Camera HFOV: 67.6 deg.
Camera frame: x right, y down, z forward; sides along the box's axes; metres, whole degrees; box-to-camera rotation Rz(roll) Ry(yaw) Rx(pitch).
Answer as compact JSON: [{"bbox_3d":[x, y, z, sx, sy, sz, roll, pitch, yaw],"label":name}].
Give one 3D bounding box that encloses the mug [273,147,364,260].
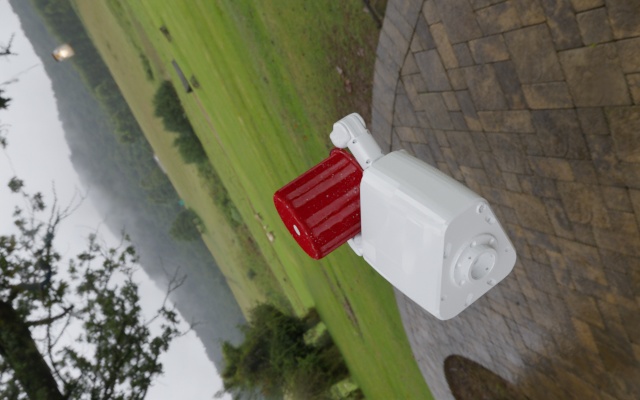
[{"bbox_3d":[-0.001,0.001,0.494,0.081,0.093,0.117,-34,35,-14],"label":"mug"}]
